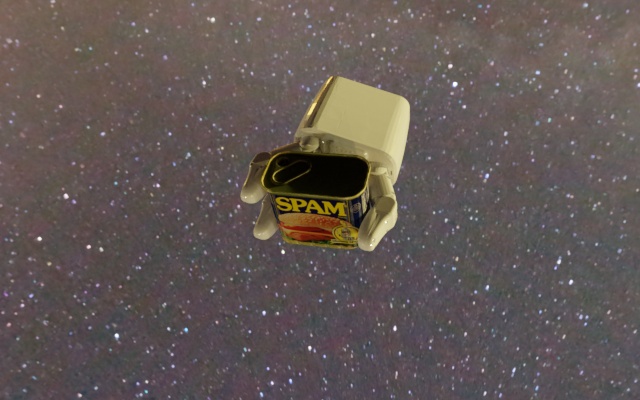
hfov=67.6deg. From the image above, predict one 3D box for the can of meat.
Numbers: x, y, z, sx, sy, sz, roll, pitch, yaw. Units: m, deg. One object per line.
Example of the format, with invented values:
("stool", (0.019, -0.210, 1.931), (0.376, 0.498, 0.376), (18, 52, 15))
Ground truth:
("can of meat", (0.000, 0.002, 0.478), (0.102, 0.057, 0.084), (5, -41, 15))
